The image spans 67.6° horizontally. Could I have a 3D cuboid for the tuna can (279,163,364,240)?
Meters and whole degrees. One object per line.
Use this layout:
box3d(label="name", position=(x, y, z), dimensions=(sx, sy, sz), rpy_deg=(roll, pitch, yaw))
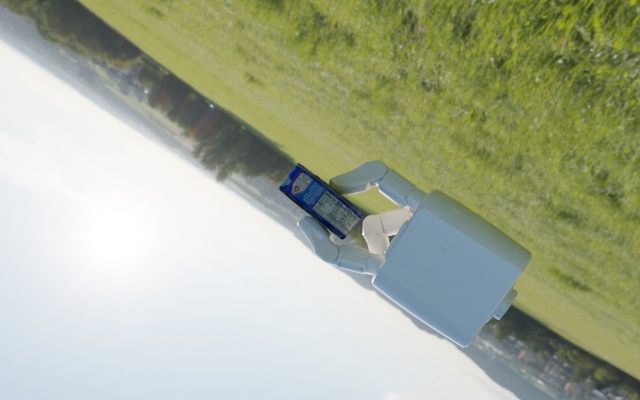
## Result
box3d(label="tuna can", position=(0.000, 0.002, 0.480), dimensions=(0.086, 0.034, 0.086), rpy_deg=(38, -1, 1))
